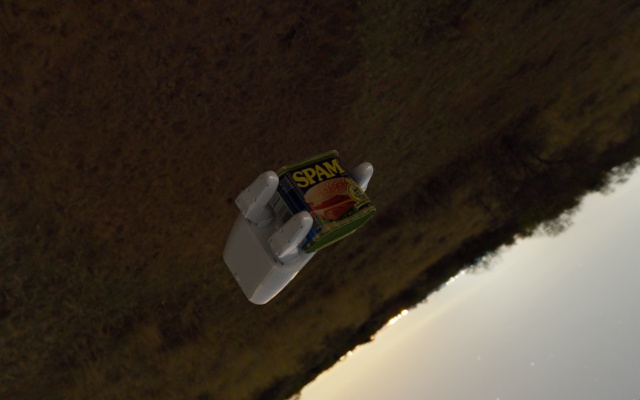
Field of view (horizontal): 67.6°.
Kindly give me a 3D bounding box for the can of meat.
[{"bbox_3d":[0.000,0.002,0.520,0.102,0.084,0.057,-22,-20,-41],"label":"can of meat"}]
